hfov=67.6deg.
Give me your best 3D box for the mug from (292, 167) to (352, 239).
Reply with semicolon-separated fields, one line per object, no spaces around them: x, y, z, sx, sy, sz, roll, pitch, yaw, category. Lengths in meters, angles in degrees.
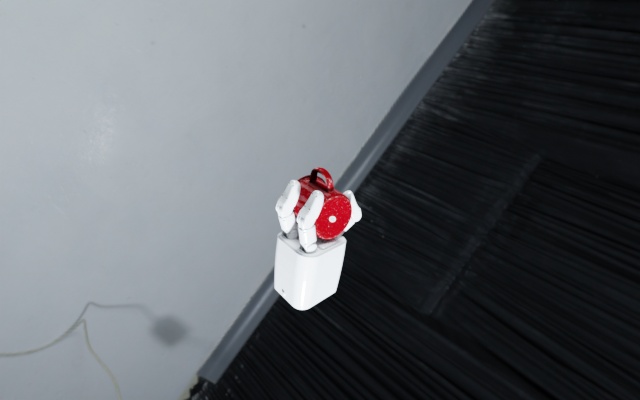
0.000;0.001;0.797;0.093;0.117;0.081;-10;28;-36;mug
